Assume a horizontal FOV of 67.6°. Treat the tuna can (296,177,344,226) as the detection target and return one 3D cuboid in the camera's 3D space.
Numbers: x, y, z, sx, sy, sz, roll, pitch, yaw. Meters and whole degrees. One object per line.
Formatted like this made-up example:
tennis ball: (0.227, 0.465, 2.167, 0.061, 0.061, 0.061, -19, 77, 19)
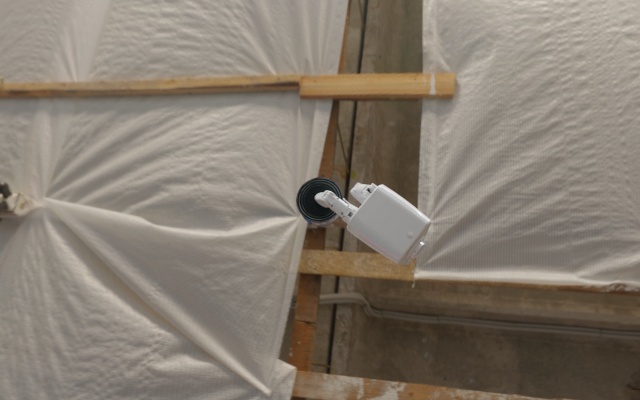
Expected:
tuna can: (0.000, 0.003, 0.877, 0.086, 0.086, 0.034, 0, -19, 8)
